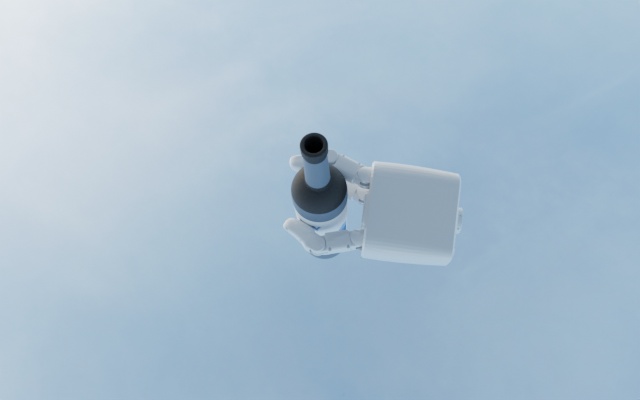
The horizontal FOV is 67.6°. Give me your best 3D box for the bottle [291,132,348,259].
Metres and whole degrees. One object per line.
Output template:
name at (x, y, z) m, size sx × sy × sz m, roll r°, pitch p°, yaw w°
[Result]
bottle at (0.000, 0.002, 0.592) m, size 0.069 × 0.069 × 0.296 m, roll 0°, pitch -22°, yaw 3°
